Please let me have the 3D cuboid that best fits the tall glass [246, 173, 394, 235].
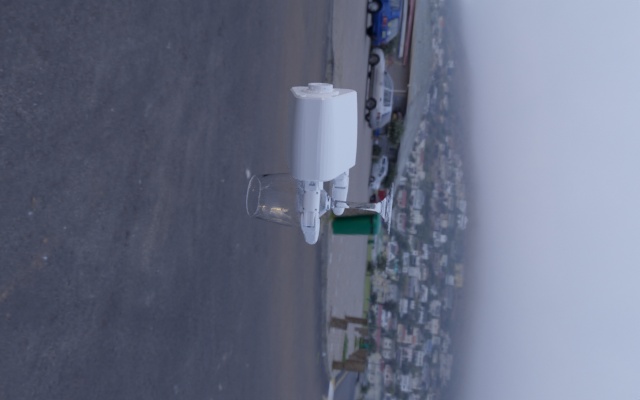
[{"bbox_3d":[0.001,0.002,0.679,0.201,0.079,0.079,5,1,8],"label":"tall glass"}]
